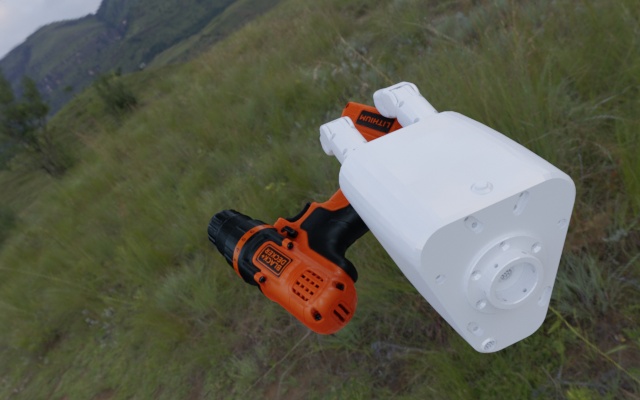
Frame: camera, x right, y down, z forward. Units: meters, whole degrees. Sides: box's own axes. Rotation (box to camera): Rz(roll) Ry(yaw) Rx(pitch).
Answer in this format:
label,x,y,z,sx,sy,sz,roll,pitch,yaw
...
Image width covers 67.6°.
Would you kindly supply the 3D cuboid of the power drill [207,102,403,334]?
label,x,y,z,sx,sy,sz,roll,pitch,yaw
power drill,0.000,0.001,0.419,0.184,0.187,0.057,28,-15,43
